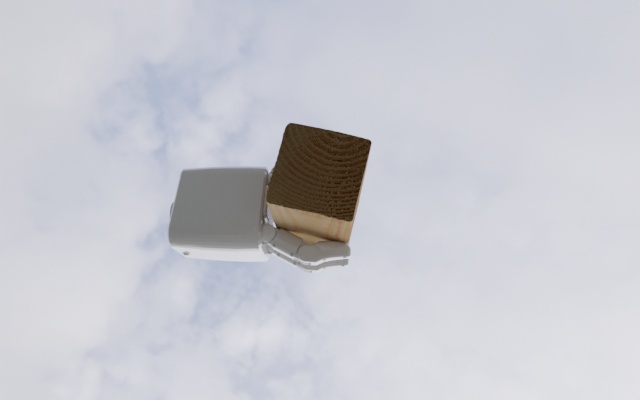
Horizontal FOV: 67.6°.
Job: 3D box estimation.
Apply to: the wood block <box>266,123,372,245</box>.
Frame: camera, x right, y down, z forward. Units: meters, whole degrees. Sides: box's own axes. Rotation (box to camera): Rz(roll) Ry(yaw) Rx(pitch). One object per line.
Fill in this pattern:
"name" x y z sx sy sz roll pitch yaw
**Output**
"wood block" 0.000 0.002 0.564 0.090 0.090 0.206 13 -17 4
